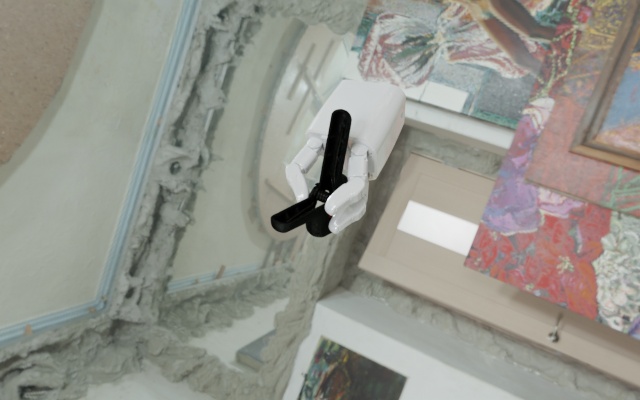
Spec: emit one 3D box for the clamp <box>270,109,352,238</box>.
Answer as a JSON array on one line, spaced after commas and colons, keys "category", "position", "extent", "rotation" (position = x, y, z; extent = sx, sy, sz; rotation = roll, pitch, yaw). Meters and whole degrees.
[{"category": "clamp", "position": [0.000, 0.002, 0.624], "extent": [0.036, 0.164, 0.210], "rotation": [26, -21, 19]}]
